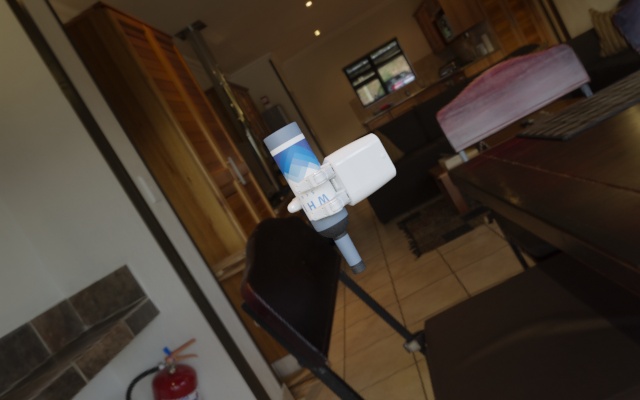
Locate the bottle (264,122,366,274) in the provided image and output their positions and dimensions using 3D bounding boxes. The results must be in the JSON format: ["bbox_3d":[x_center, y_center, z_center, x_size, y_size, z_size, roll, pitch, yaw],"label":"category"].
[{"bbox_3d":[0.000,0.003,0.867,0.069,0.296,0.069,-30,6,3],"label":"bottle"}]
